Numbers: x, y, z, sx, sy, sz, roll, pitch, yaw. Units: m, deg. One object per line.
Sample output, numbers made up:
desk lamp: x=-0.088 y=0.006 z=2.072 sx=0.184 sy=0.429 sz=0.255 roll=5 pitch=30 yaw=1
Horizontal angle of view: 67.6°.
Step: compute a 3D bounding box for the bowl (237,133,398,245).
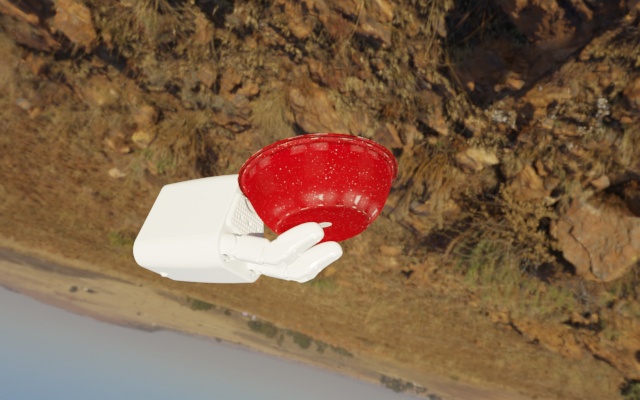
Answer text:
bowl: x=0.001 y=0.002 z=0.471 sx=0.162 sy=0.055 sz=0.162 roll=-5 pitch=-27 yaw=-2
